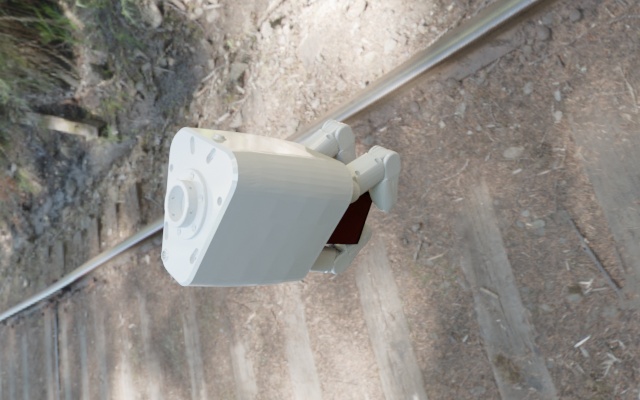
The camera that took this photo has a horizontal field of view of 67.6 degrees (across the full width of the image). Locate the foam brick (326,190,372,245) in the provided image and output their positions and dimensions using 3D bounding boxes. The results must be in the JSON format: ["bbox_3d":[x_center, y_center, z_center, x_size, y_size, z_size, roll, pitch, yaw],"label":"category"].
[{"bbox_3d":[0.000,0.001,0.438,0.051,0.053,0.078,6,16,-44],"label":"foam brick"}]
